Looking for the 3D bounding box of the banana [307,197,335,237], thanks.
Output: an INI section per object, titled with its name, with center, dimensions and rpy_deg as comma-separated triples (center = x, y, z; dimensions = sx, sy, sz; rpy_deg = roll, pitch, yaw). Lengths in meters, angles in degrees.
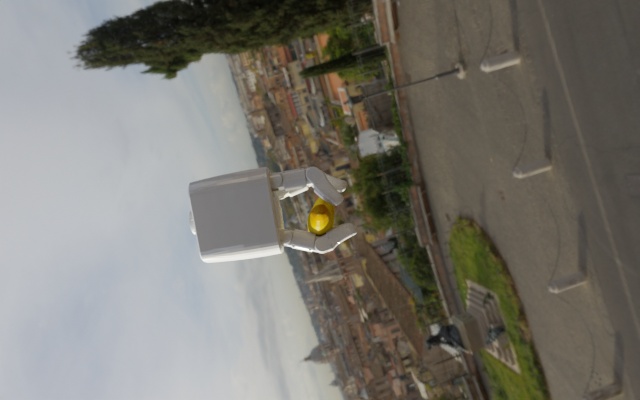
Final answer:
[banana]
center = 0.001, 0.020, 0.686
dimensions = 0.037, 0.070, 0.197
rpy_deg = -1, 13, 3
